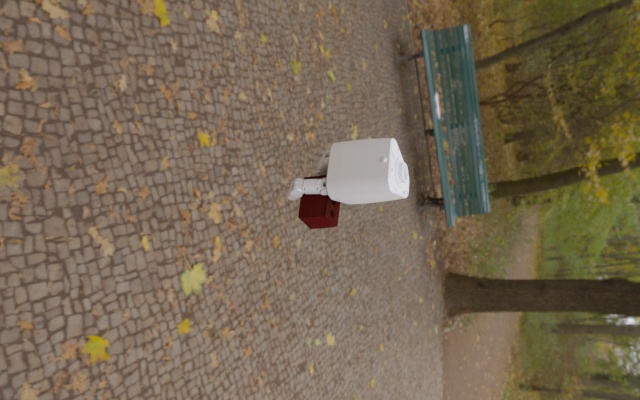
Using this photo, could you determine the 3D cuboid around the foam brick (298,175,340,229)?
[{"bbox_3d":[0.000,0.003,0.810,0.051,0.078,0.053,-4,-25,25],"label":"foam brick"}]
